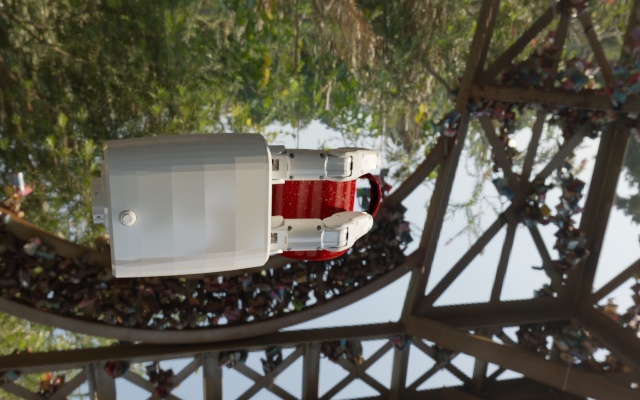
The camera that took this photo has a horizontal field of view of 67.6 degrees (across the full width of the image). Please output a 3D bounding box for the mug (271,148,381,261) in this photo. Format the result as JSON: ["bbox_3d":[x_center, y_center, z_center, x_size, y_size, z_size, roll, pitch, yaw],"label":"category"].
[{"bbox_3d":[0.001,0.002,0.433,0.117,0.081,0.093,-3,18,-23],"label":"mug"}]
